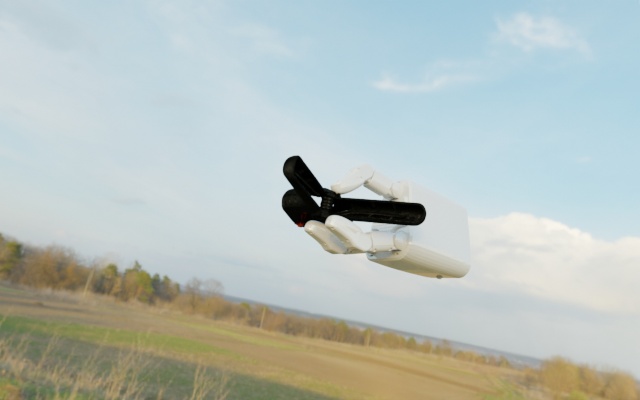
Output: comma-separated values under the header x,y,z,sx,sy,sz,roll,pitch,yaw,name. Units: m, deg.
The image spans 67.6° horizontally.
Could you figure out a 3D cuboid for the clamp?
x,y,z,sx,sy,sz,roll,pitch,yaw,name
0.000,0.001,0.570,0.164,0.036,0.210,23,-17,-23,clamp
